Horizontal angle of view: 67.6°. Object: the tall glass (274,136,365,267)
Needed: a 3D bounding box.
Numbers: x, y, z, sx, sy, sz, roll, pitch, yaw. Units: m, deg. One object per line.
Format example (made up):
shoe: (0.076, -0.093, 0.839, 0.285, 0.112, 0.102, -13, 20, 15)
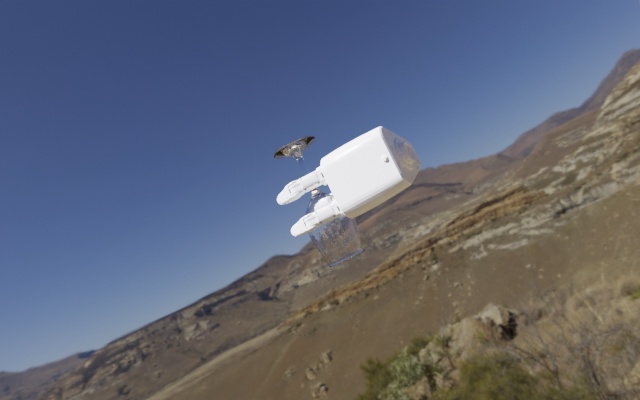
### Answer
tall glass: (0.000, 0.002, 0.760, 0.079, 0.201, 0.079, -25, -7, -3)
